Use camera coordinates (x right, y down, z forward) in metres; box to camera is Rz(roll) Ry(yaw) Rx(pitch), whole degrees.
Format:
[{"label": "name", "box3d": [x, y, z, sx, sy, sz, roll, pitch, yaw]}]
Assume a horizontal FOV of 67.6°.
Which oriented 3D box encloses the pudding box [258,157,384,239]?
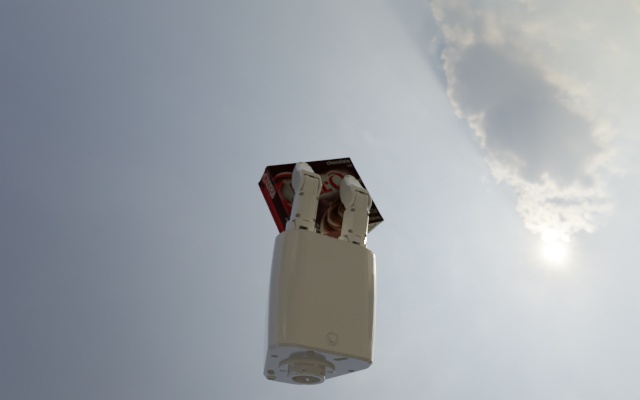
[{"label": "pudding box", "box3d": [0.000, 0.002, 0.518, 0.113, 0.090, 0.039, -8, -28, -35]}]
